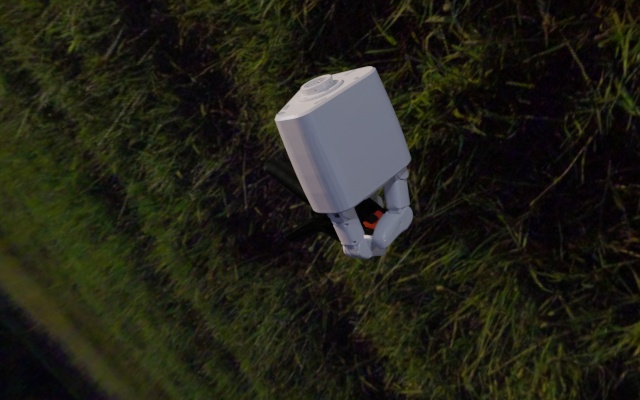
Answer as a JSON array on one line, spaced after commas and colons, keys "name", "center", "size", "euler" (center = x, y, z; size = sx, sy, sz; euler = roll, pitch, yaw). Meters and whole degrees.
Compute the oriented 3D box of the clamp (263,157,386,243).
[{"name": "clamp", "center": [0.000, 0.002, 0.565], "size": [0.171, 0.120, 0.039], "euler": [0, 35, 41]}]
